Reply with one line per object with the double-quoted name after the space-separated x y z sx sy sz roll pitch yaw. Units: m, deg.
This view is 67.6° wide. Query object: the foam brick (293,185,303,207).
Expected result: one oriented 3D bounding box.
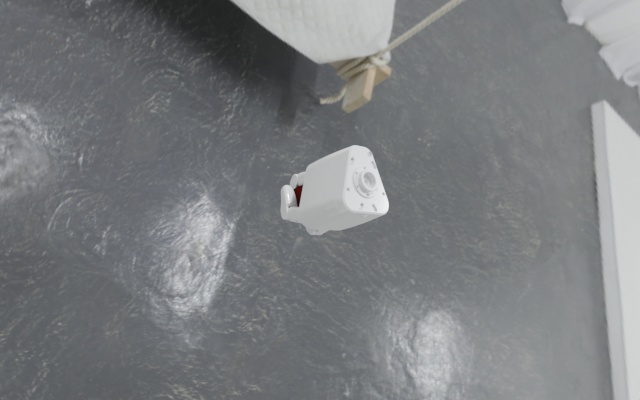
0.000 0.003 0.810 0.078 0.053 0.051 6 -17 -38 "foam brick"
